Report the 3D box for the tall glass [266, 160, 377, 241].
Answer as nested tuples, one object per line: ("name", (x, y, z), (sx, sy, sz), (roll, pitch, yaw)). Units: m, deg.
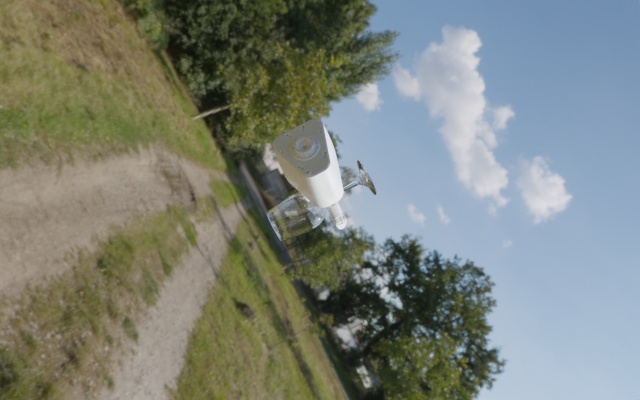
("tall glass", (0.001, 0.003, 0.899), (0.201, 0.079, 0.079), (-28, 1, -2))
